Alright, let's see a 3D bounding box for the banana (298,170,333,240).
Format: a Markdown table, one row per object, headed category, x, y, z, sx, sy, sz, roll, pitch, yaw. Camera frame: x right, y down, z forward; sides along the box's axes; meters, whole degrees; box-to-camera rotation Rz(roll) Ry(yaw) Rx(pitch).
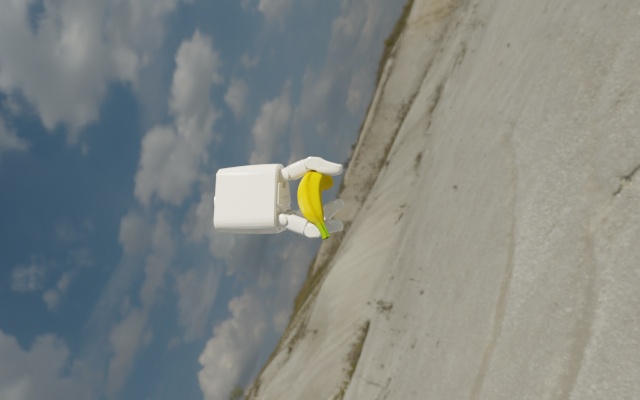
| category | x | y | z | sx | sy | sz | roll | pitch | yaw |
| --- | --- | --- | --- | --- | --- | --- | --- | --- | --- |
| banana | -0.007 | -0.012 | 0.760 | 0.037 | 0.070 | 0.197 | -18 | 24 | 14 |
